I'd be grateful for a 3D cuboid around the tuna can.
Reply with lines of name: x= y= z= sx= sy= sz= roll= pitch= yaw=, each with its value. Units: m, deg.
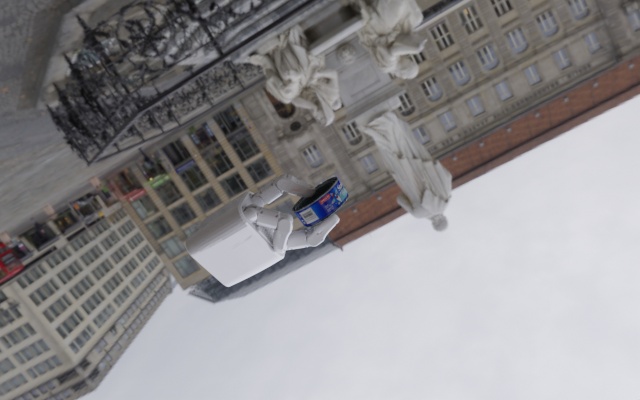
tuna can: x=0.001 y=0.003 z=0.731 sx=0.086 sy=0.034 sz=0.086 roll=-35 pitch=12 yaw=8
